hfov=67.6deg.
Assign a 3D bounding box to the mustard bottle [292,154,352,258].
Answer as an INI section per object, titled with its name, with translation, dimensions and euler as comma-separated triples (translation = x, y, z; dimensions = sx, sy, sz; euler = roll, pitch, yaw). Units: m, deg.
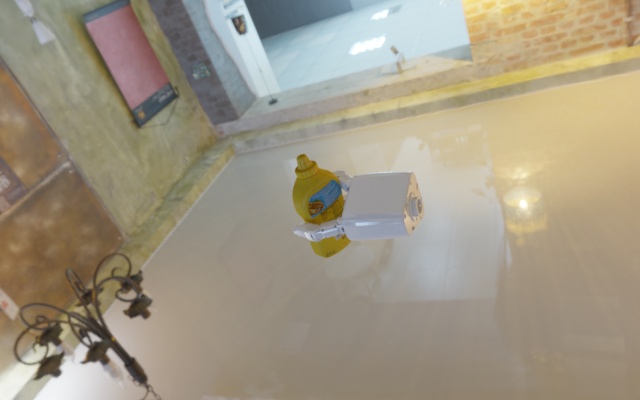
[mustard bottle]
translation = 0.000, 0.003, 0.849
dimensions = 0.096, 0.192, 0.058
euler = -39, 34, -27
